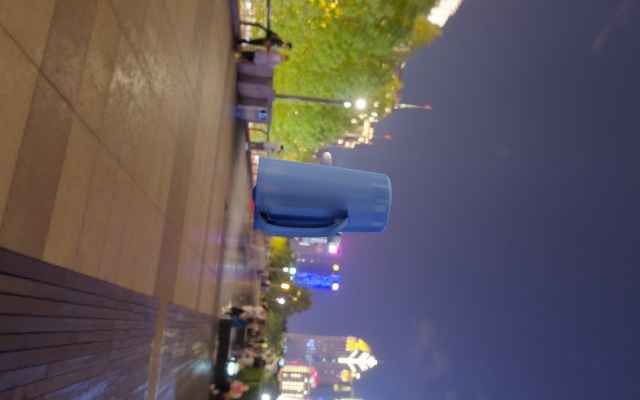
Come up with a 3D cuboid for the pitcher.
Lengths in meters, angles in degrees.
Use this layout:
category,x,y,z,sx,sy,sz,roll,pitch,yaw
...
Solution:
category,x,y,z,sx,sy,sz,roll,pitch,yaw
pitcher,0.000,0.003,0.850,0.243,0.149,0.145,5,-12,-5
